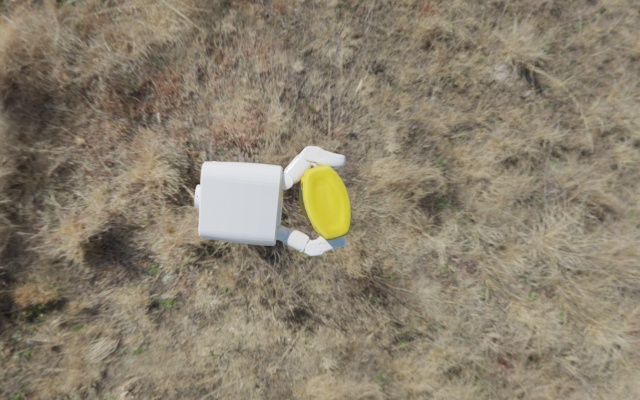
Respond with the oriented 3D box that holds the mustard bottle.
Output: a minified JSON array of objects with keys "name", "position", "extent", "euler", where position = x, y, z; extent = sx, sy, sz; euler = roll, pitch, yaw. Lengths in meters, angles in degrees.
[{"name":"mustard bottle","position":[0.000,0.002,0.696],"extent":[0.058,0.096,0.191],"euler":[-18,2,-5]}]
